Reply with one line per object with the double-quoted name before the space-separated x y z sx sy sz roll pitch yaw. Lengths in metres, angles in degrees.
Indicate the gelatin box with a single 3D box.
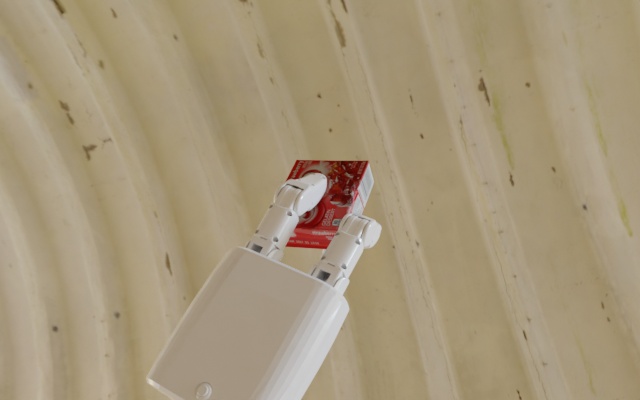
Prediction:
"gelatin box" 0.000 0.001 0.420 0.073 0.030 0.089 3 45 23
